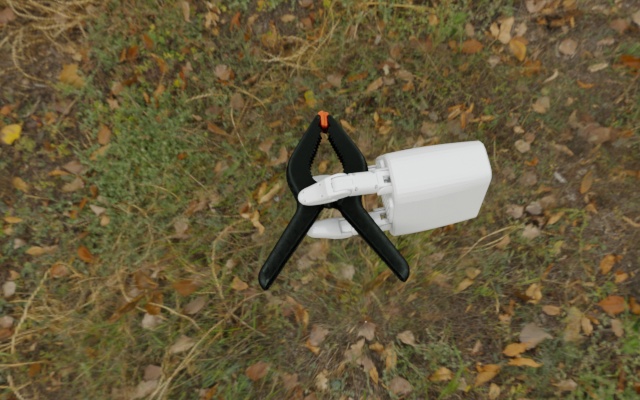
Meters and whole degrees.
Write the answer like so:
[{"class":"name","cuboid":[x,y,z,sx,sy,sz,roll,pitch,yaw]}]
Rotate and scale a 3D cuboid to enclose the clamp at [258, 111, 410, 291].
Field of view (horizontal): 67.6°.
[{"class":"clamp","cuboid":[0.000,0.001,0.542,0.164,0.210,0.036,-10,-15,-3]}]
